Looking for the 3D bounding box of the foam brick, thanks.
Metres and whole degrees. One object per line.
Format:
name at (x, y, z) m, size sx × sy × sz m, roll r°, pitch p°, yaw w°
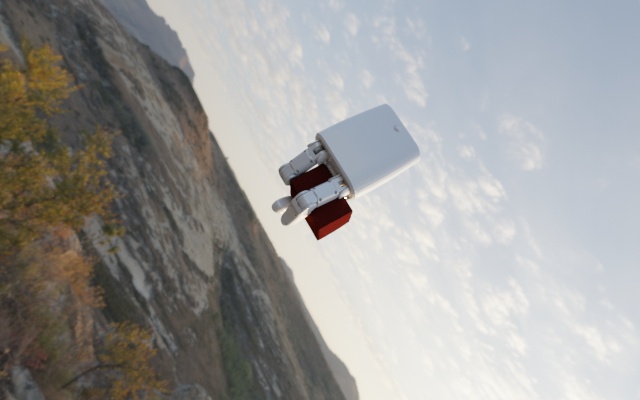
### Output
foam brick at (0.000, 0.002, 0.624) m, size 0.051 × 0.078 × 0.053 m, roll -27°, pitch -16°, yaw -12°
